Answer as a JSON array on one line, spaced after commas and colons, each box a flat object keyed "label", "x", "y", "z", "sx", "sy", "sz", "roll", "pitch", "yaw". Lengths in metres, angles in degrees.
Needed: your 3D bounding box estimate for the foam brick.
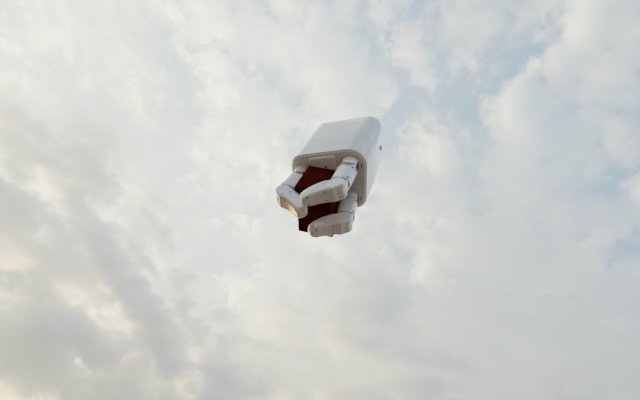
[{"label": "foam brick", "x": 0.000, "y": 0.002, "z": 0.653, "sx": 0.053, "sy": 0.078, "sz": 0.051, "roll": 12, "pitch": 41, "yaw": 17}]
